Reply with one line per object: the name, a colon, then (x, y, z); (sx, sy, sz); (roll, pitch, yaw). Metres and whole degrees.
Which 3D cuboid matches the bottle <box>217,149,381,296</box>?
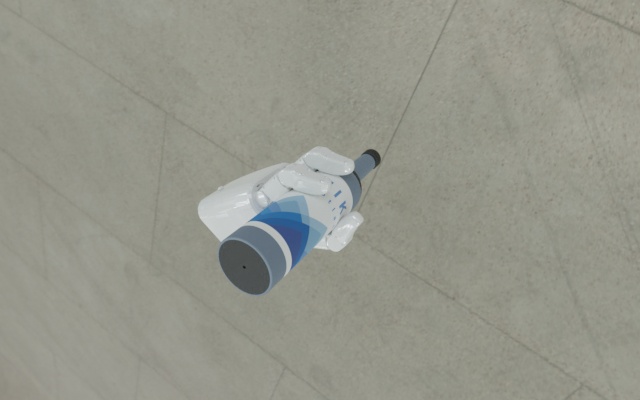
bottle: (0.000, 0.002, 0.568); (0.069, 0.069, 0.295); (0, 25, 34)
